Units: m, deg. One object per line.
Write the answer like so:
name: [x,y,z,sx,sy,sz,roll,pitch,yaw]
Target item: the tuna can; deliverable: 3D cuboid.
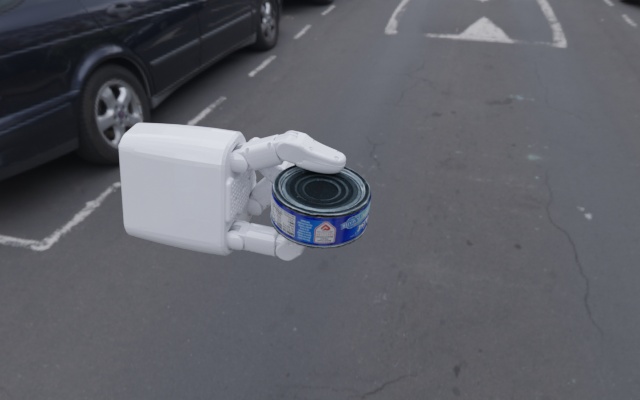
tuna can: [0.000,0.001,0.410,0.086,0.034,0.086,3,35,-2]
